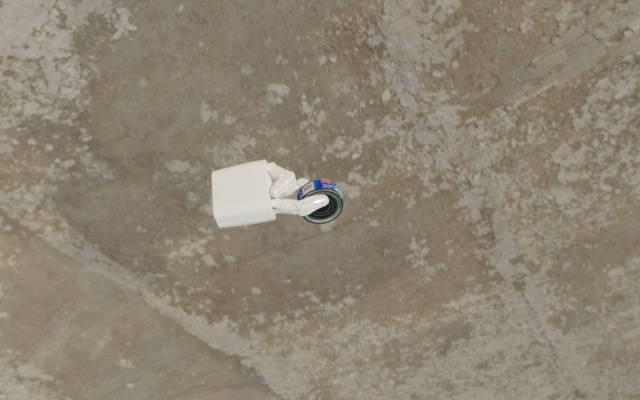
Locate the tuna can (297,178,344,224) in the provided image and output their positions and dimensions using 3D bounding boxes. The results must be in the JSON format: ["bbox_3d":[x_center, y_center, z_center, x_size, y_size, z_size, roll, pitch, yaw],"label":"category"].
[{"bbox_3d":[0.000,0.003,0.888,0.086,0.086,0.033,0,39,-11],"label":"tuna can"}]
